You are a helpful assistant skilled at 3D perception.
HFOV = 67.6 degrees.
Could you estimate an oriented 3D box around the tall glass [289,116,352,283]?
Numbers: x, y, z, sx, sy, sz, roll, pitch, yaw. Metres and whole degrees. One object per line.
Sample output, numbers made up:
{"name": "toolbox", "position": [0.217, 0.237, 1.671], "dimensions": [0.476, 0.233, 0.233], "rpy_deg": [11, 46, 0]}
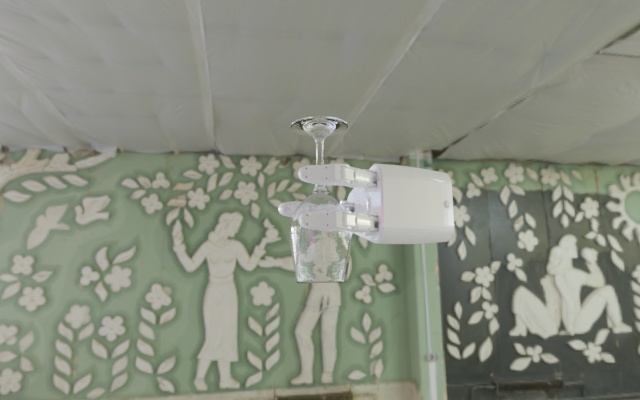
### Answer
{"name": "tall glass", "position": [0.000, 0.001, 0.599], "dimensions": [0.079, 0.201, 0.079], "rpy_deg": [0, -10, 0]}
